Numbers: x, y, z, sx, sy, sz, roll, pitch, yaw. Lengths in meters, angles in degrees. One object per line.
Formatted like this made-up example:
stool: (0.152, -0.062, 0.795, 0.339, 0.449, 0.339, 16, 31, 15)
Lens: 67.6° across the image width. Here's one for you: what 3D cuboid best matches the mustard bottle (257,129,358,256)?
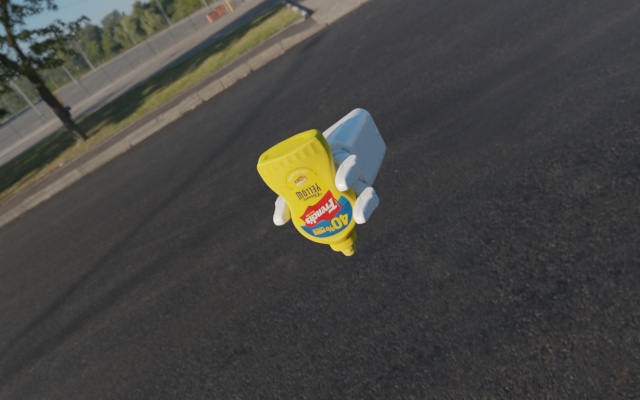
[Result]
mustard bottle: (0.000, 0.002, 0.662, 0.096, 0.192, 0.058, -25, 27, 14)
